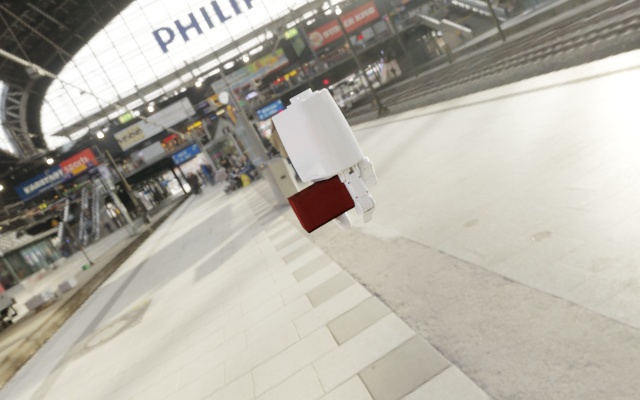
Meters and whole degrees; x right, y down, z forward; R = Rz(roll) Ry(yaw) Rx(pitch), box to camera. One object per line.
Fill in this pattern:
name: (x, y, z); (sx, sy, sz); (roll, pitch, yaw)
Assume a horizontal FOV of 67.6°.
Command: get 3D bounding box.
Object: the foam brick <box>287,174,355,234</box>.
foam brick: (0.000, 0.002, 0.671); (0.078, 0.051, 0.053); (-30, 12, -9)
